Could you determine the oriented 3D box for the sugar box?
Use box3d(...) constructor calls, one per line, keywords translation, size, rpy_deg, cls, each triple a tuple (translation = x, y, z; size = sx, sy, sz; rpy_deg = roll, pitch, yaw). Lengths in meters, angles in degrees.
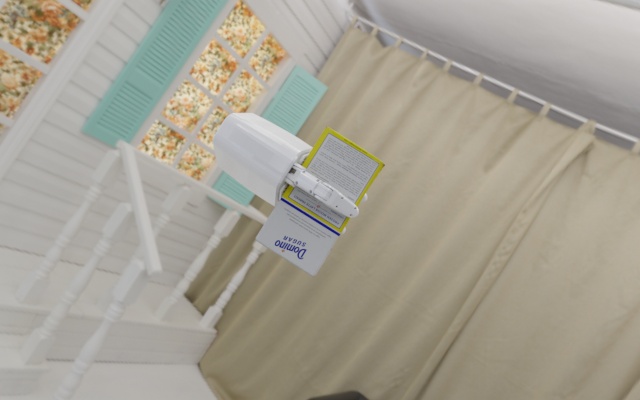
box3d(translation=(0.000, 0.002, 0.633), size=(0.093, 0.176, 0.048), rpy_deg=(33, -2, 3), cls="sugar box")
